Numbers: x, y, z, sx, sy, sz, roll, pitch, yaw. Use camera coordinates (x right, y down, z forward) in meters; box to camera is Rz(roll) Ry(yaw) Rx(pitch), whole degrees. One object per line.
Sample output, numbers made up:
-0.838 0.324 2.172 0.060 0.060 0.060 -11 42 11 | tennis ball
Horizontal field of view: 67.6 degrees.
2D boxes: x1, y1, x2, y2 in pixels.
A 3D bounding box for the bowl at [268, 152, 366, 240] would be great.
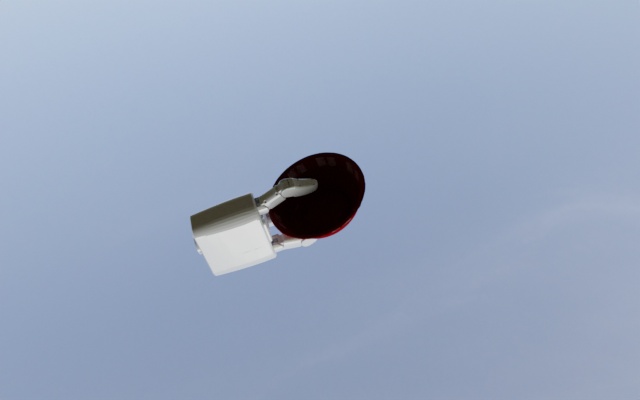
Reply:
0.002 0.002 0.761 0.162 0.162 0.055 0 -32 24 | bowl
